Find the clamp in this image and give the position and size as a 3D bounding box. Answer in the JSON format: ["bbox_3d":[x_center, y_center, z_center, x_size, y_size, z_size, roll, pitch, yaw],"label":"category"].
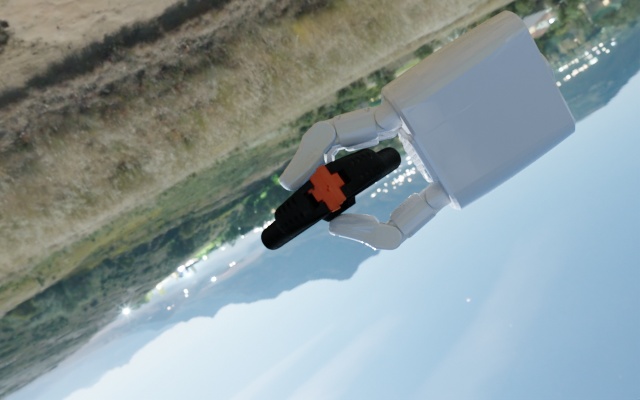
[{"bbox_3d":[0.001,0.002,0.401,0.164,0.036,0.210,-35,-2,7],"label":"clamp"}]
